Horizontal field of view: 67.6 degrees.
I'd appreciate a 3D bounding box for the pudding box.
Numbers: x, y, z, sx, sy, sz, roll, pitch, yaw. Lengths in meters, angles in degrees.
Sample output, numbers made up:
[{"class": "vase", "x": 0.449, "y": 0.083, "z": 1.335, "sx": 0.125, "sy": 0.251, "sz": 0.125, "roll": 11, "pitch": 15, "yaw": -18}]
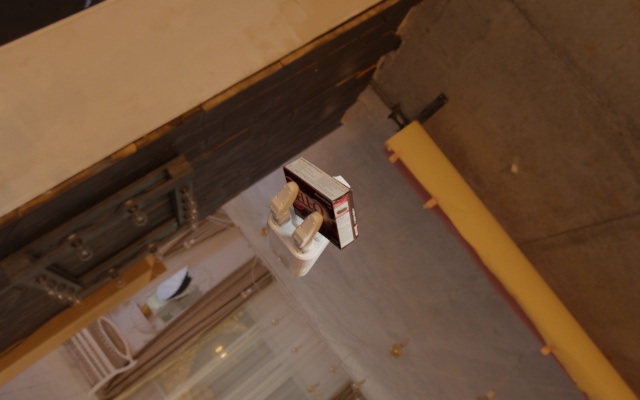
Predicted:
[{"class": "pudding box", "x": 0.000, "y": 0.002, "z": 0.655, "sx": 0.039, "sy": 0.090, "sz": 0.113, "roll": -35, "pitch": 46, "yaw": -23}]
